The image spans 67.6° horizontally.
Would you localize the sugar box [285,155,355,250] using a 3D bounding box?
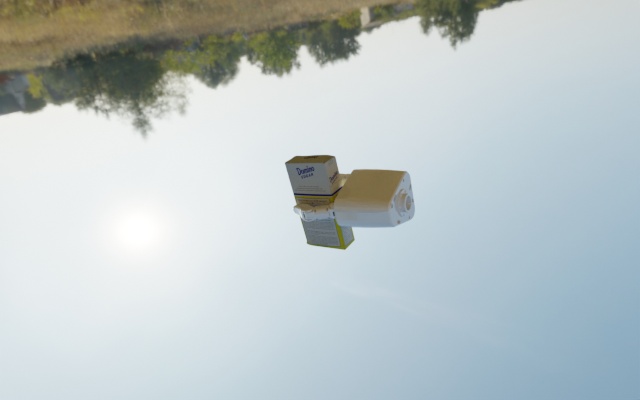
[{"bbox_3d":[0.001,0.003,0.890,0.093,0.176,0.048,4,26,35],"label":"sugar box"}]
